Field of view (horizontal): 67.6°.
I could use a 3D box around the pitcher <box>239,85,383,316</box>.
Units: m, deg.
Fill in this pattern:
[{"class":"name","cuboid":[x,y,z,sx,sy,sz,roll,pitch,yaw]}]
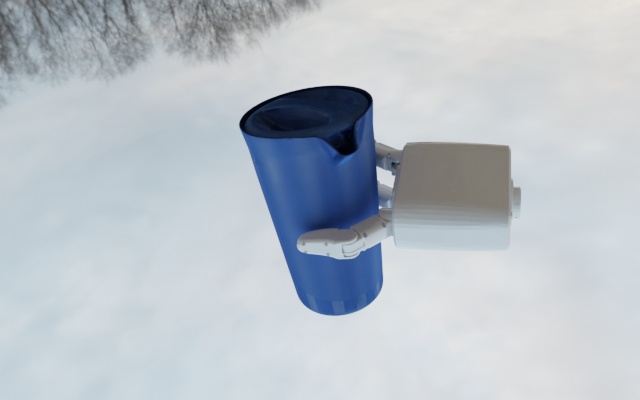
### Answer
[{"class":"pitcher","cuboid":[0.000,0.002,0.534,0.145,0.243,0.149,1,33,18]}]
